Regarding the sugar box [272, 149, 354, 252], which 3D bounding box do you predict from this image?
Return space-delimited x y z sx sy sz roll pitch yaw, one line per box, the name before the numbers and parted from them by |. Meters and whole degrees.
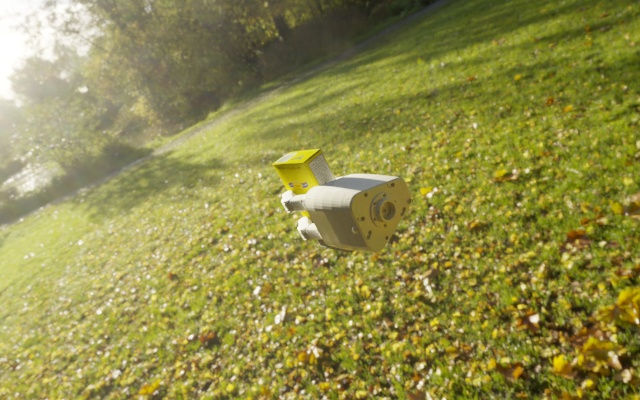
sugar box | 0.000 0.003 0.777 0.048 0.176 0.093 -39 23 -29
